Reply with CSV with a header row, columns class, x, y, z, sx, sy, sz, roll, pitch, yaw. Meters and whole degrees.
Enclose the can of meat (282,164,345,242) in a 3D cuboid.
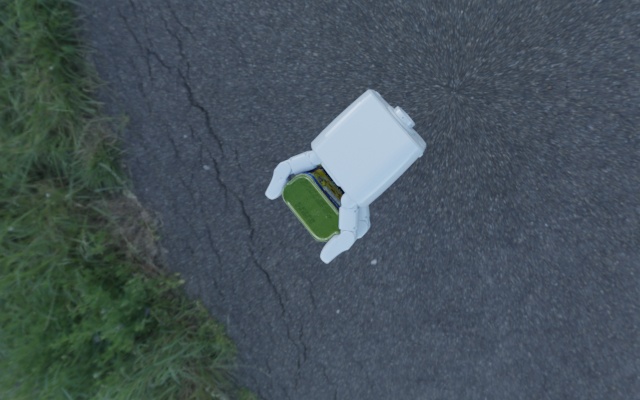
class,x,y,z,sx,sy,sz,roll,pitch,yaw
can of meat,0.000,0.002,0.672,0.057,0.102,0.084,-40,0,19
